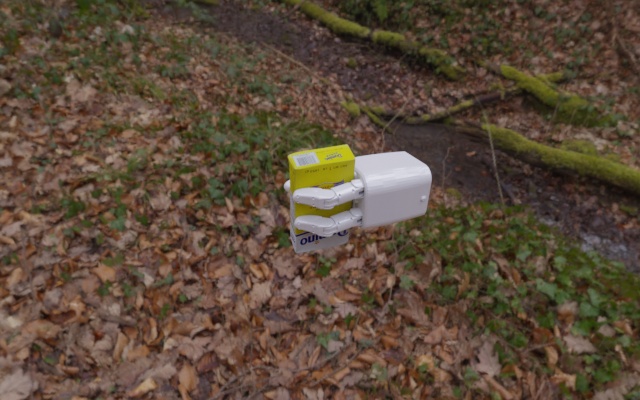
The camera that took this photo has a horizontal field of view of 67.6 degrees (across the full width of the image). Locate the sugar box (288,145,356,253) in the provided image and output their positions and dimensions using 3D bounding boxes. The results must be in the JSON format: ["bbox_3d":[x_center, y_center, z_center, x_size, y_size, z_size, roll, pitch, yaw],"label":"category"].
[{"bbox_3d":[0.000,0.003,0.739,0.093,0.176,0.048,-10,41,-12],"label":"sugar box"}]
